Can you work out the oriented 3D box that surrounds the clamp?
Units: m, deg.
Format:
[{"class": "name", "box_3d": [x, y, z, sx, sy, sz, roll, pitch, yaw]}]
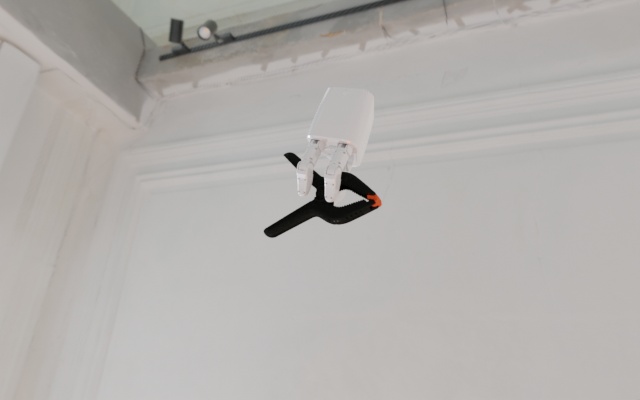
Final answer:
[{"class": "clamp", "box_3d": [0.001, 0.003, 0.830, 0.210, 0.164, 0.036, 11, -15, 28]}]
